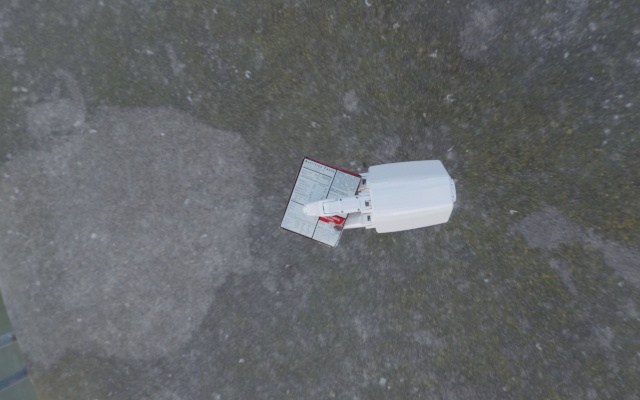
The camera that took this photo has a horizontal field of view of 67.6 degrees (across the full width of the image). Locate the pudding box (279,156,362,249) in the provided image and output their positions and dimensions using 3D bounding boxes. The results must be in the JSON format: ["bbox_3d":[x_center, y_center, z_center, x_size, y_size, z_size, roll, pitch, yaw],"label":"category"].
[{"bbox_3d":[0.000,0.002,0.693,0.090,0.113,0.039,21,4,4],"label":"pudding box"}]
